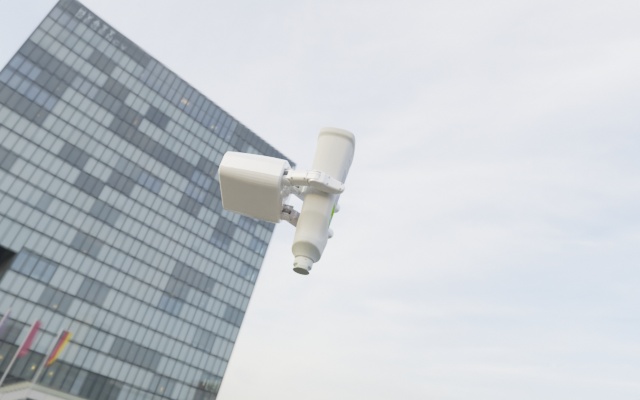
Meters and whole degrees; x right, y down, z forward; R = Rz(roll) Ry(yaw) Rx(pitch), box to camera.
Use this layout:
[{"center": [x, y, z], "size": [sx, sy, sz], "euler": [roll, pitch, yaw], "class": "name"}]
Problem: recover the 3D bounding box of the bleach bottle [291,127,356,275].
[{"center": [0.000, 0.003, 0.804], "size": [0.068, 0.250, 0.103], "euler": [12, -30, 8], "class": "bleach bottle"}]
